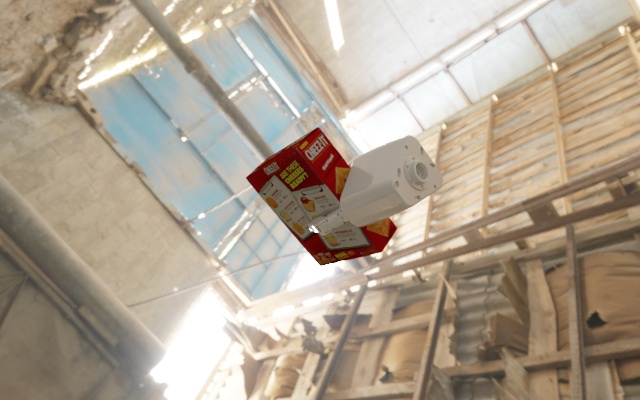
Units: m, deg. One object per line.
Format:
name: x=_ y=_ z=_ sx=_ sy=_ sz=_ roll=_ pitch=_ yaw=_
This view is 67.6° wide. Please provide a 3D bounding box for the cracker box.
cracker box: x=0.000 y=0.003 z=0.797 sx=0.164 sy=0.214 sz=0.072 roll=-22 pitch=21 yaw=50
